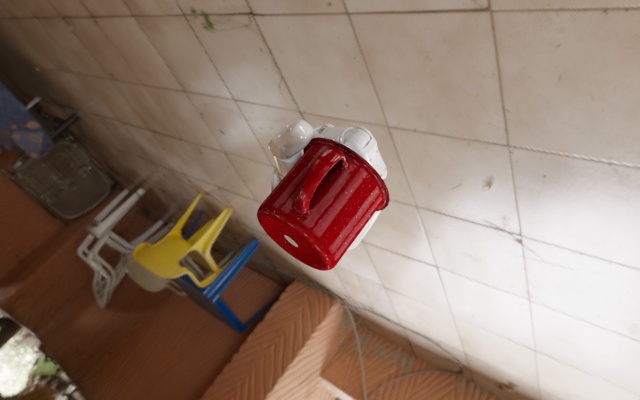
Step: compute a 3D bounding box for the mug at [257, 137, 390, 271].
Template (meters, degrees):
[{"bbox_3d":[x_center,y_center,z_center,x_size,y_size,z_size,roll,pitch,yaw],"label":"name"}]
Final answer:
[{"bbox_3d":[0.000,0.001,0.403,0.093,0.081,0.117,33,-22,12],"label":"mug"}]
